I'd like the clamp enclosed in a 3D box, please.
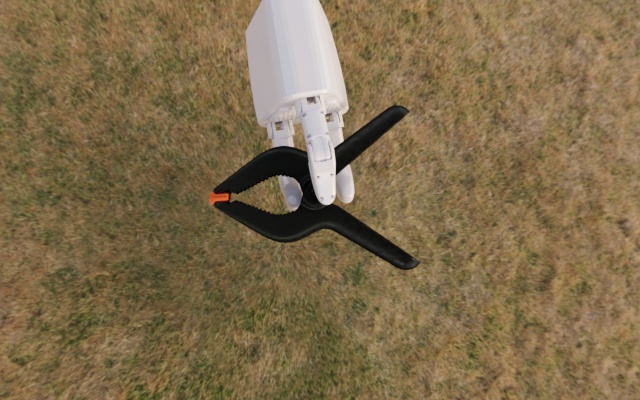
[{"bbox_3d":[0.000,0.001,0.471,0.210,0.164,0.036,-10,-2,-5],"label":"clamp"}]
